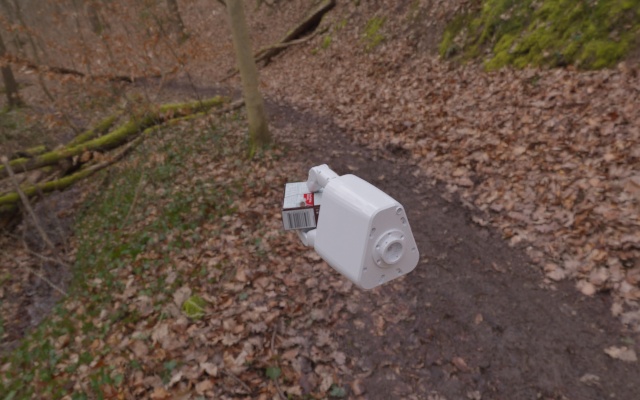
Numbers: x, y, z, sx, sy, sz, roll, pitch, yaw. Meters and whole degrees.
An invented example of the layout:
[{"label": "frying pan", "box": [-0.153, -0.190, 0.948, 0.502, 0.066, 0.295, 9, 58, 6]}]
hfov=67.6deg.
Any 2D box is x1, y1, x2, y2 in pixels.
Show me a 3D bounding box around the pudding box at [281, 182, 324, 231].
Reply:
[{"label": "pudding box", "box": [0.000, 0.002, 0.713, 0.113, 0.039, 0.090, -5, 26, 2]}]
